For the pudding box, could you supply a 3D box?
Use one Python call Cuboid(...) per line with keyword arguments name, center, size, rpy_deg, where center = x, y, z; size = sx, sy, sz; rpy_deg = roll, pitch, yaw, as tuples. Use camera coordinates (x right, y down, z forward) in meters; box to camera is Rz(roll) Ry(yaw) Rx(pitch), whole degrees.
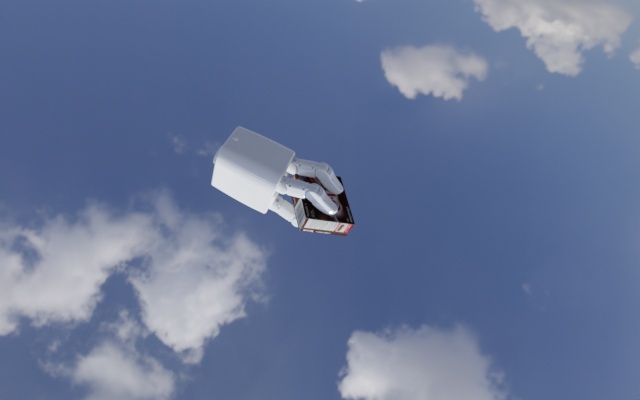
Cuboid(name="pudding box", center=(0.000, 0.003, 0.801), size=(0.090, 0.113, 0.039), rpy_deg=(8, -42, -25))
